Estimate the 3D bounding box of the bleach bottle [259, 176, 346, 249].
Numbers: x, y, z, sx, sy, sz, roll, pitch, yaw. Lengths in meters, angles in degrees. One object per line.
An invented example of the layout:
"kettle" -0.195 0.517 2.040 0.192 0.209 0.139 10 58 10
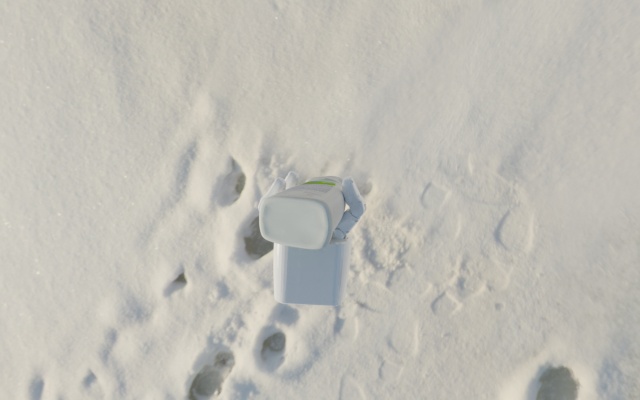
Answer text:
"bleach bottle" 0.000 0.002 0.722 0.102 0.068 0.250 6 14 16
